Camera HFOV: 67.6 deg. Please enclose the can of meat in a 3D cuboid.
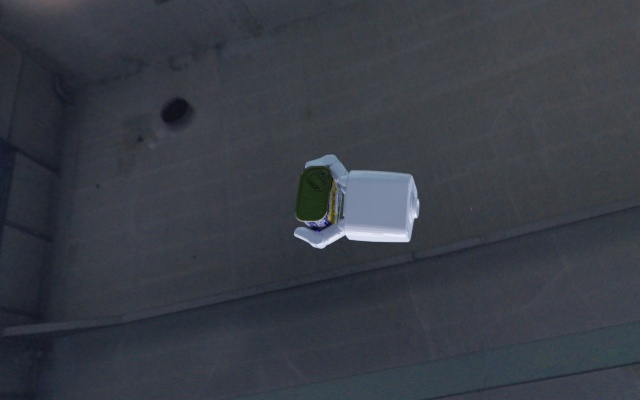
[{"bbox_3d":[0.000,0.003,0.838,0.057,0.102,0.084,0,-22,19],"label":"can of meat"}]
